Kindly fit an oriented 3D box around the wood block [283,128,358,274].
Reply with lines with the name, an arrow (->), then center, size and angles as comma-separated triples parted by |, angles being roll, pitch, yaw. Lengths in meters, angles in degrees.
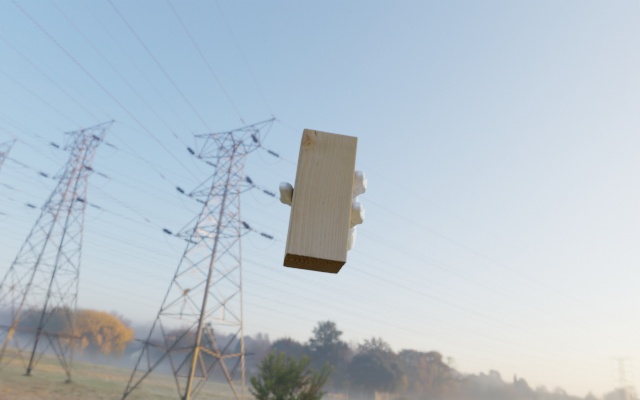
wood block -> 0.000, 0.002, 0.761 | 0.091, 0.206, 0.090 | 8, -21, -5
